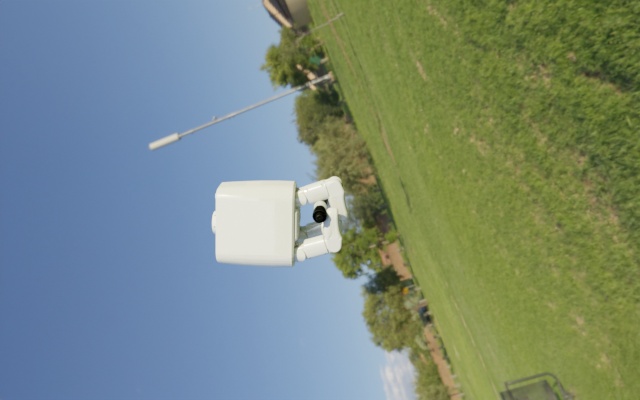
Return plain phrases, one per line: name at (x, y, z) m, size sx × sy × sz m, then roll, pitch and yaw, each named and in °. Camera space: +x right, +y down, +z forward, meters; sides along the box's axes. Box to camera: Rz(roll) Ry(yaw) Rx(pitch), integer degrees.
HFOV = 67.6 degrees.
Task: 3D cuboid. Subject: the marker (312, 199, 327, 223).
marker at (0.000, 0.002, 0.663) m, size 0.020 × 0.020 × 0.121 m, roll 0°, pitch 20°, yaw 2°
